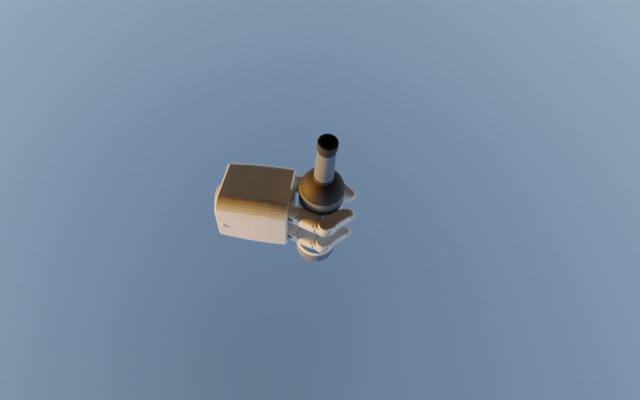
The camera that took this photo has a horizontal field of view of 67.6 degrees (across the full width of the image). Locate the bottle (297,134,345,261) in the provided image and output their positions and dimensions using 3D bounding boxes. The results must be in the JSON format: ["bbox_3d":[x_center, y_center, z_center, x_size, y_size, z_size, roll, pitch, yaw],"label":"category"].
[{"bbox_3d":[0.000,0.002,0.721,0.069,0.069,0.296,0,-31,-4],"label":"bottle"}]
